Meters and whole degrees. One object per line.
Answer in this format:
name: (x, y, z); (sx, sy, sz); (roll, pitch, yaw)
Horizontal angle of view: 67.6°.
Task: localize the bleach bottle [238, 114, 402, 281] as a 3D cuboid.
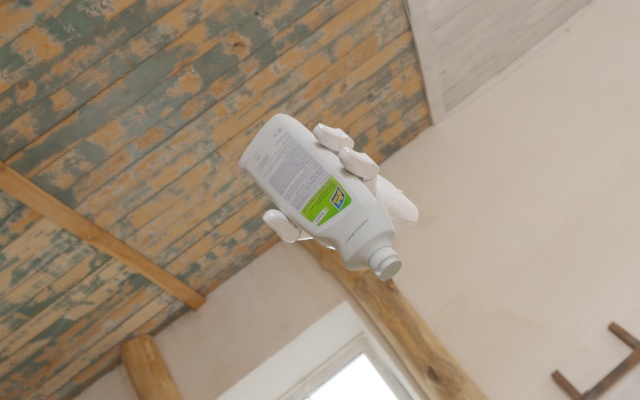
bleach bottle: (0.000, 0.002, 0.558); (0.068, 0.102, 0.250); (20, 22, -50)
